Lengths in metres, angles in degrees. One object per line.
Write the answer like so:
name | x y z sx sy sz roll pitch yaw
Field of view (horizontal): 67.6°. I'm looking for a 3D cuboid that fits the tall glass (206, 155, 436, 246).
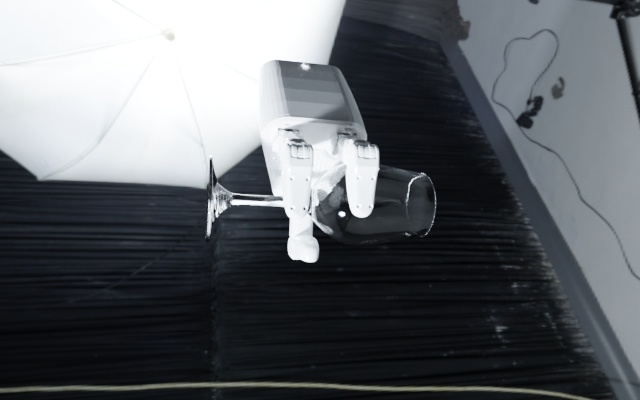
tall glass | -0.001 0.002 0.433 0.201 0.079 0.079 2 -1 -15
